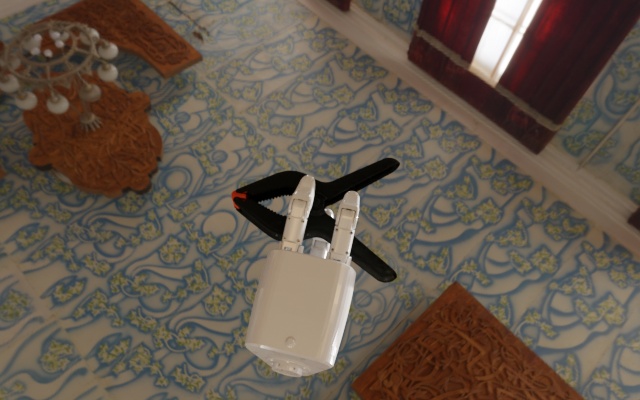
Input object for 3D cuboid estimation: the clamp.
[{"bbox_3d":[-0.001,0.002,0.583,0.210,0.164,0.036,12,-29,4],"label":"clamp"}]
